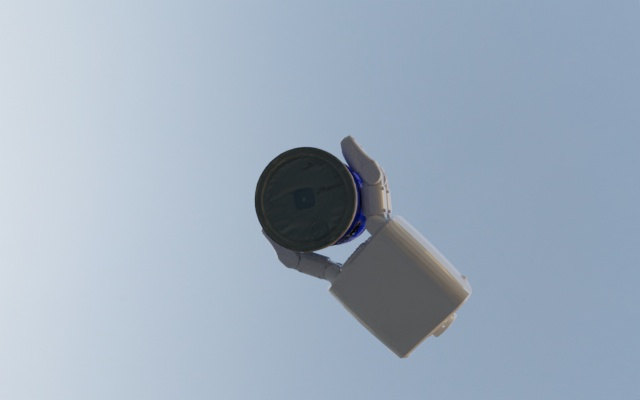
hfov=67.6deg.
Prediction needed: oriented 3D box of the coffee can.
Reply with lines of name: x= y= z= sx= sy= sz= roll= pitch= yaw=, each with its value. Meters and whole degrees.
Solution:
coffee can: x=0.000 y=0.002 z=0.528 sx=0.103 sy=0.103 sz=0.140 roll=0 pitch=-2 yaw=13
